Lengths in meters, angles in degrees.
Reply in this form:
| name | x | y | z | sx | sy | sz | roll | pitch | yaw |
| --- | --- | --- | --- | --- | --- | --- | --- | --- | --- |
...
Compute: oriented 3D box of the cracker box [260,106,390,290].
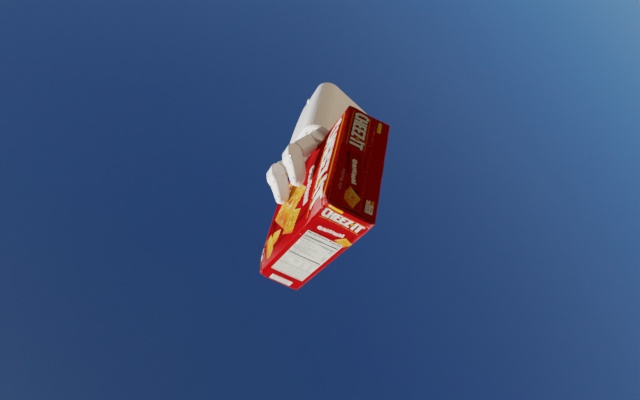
| name | x | y | z | sx | sy | sz | roll | pitch | yaw |
| --- | --- | --- | --- | --- | --- | --- | --- | --- | --- |
| cracker box | 0.000 | 0.002 | 0.643 | 0.072 | 0.164 | 0.214 | 25 | -39 | -15 |
